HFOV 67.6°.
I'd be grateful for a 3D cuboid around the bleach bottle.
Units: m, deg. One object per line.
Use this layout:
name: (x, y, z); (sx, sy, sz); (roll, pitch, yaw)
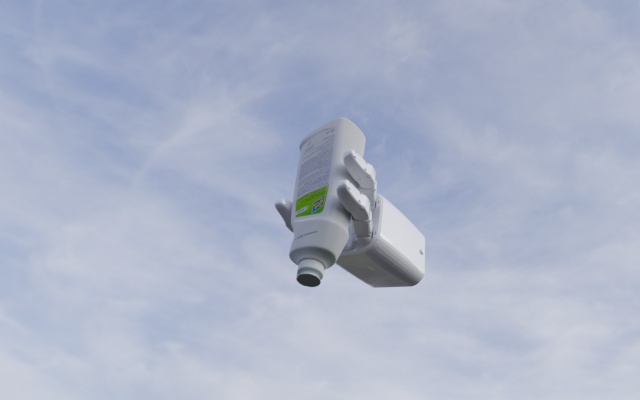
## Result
bleach bottle: (0.000, 0.002, 0.630); (0.102, 0.250, 0.068); (-28, -55, 37)
